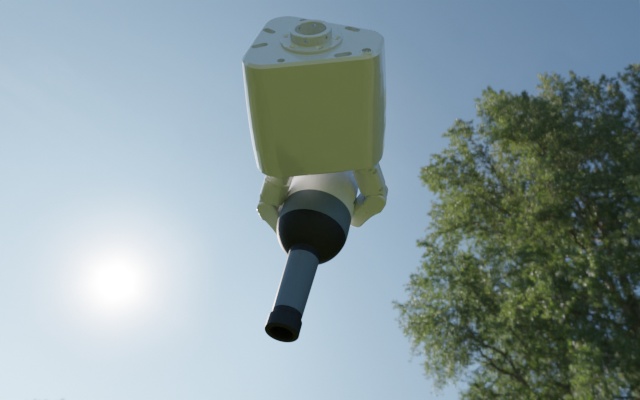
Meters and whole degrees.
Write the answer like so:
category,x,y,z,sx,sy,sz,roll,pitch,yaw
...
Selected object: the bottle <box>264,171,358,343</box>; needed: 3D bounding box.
category,x,y,z,sx,sy,sz,roll,pitch,yaw
bottle,0.000,0.001,0.468,0.069,0.069,0.295,0,43,16
